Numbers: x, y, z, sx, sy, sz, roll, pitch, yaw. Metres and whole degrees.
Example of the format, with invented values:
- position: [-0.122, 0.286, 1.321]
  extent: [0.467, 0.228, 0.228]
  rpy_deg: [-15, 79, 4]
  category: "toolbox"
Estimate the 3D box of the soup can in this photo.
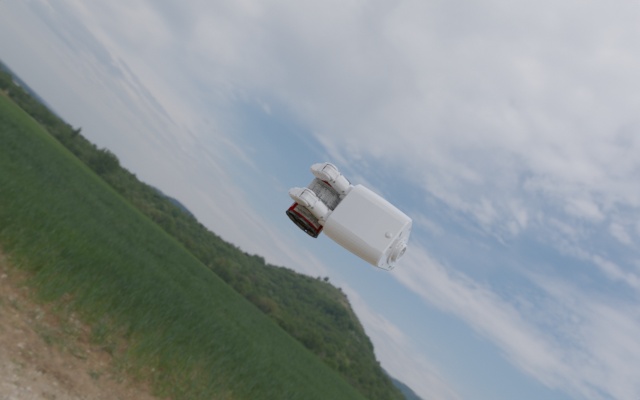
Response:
- position: [0.000, 0.002, 0.795]
  extent: [0.068, 0.102, 0.068]
  rpy_deg: [38, -14, 11]
  category: "soup can"
